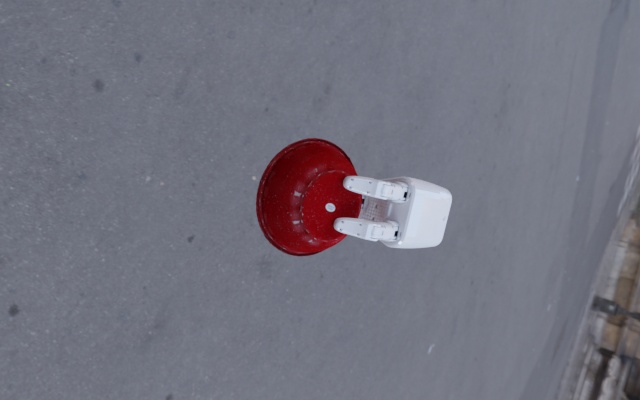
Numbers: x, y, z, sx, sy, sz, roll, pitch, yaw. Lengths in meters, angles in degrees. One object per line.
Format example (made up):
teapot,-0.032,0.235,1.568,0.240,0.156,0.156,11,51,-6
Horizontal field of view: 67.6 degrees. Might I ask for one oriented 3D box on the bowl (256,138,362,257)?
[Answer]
bowl,-0.001,0.002,0.620,0.162,0.162,0.055,0,11,-33
